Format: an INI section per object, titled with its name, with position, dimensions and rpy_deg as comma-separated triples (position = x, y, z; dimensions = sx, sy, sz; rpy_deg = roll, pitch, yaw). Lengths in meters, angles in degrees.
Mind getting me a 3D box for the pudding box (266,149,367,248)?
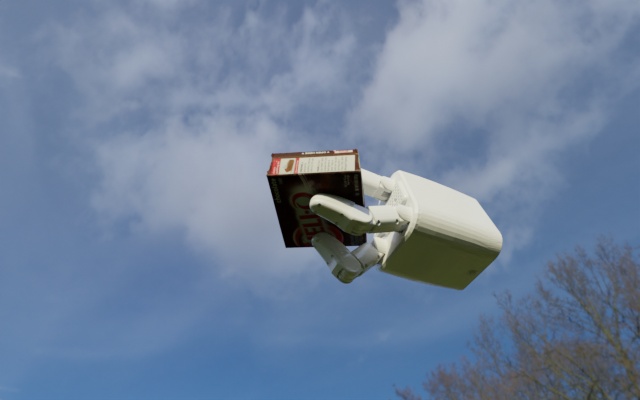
[pudding box]
position = 0.000, 0.001, 0.490
dimensions = 0.090, 0.114, 0.039
rpy_deg = -3, 43, 7
